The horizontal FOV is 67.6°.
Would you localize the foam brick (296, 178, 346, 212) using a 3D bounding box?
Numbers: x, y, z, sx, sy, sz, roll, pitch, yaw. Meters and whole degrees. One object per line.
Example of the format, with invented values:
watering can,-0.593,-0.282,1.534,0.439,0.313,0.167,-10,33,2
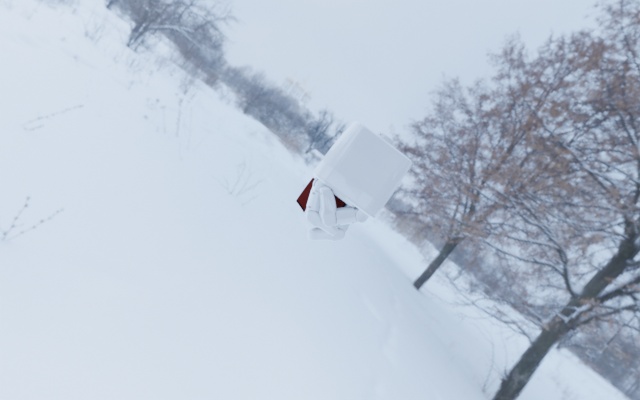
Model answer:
foam brick,0.000,0.003,0.792,0.053,0.051,0.078,34,4,-18
